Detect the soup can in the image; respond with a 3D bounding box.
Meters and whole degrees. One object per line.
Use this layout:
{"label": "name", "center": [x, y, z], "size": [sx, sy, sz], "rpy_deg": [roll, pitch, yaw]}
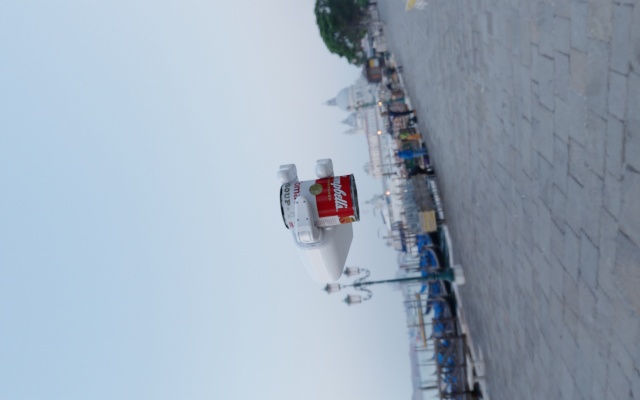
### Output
{"label": "soup can", "center": [0.000, 0.002, 0.670], "size": [0.102, 0.068, 0.068], "rpy_deg": [-7, -1, 9]}
